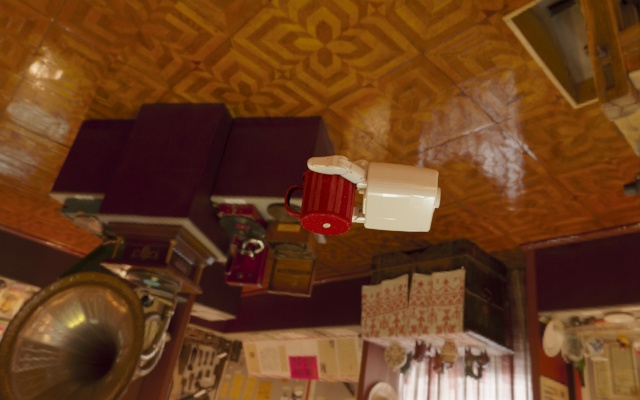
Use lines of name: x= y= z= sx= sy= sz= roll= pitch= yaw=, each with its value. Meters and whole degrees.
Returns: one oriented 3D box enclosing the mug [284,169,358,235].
mug: x=-0.001 y=0.003 z=0.754 sx=0.117 sy=0.081 sz=0.093 roll=4 pitch=-27 yaw=7
